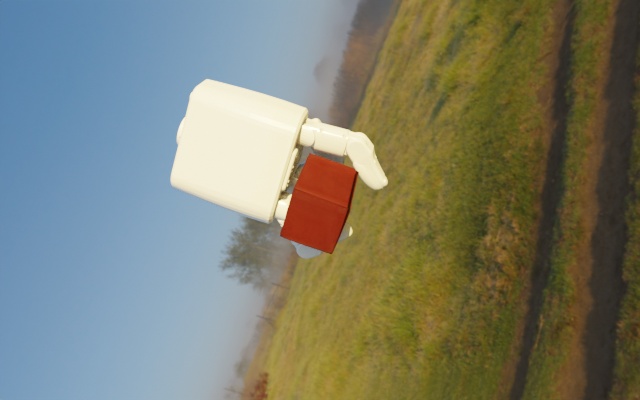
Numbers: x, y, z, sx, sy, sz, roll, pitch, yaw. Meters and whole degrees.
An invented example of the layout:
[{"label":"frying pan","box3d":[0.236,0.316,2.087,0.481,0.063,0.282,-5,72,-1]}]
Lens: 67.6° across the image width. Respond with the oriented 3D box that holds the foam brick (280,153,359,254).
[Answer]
[{"label":"foam brick","box3d":[0.000,0.002,0.439,0.051,0.053,0.078,19,30,-1]}]
